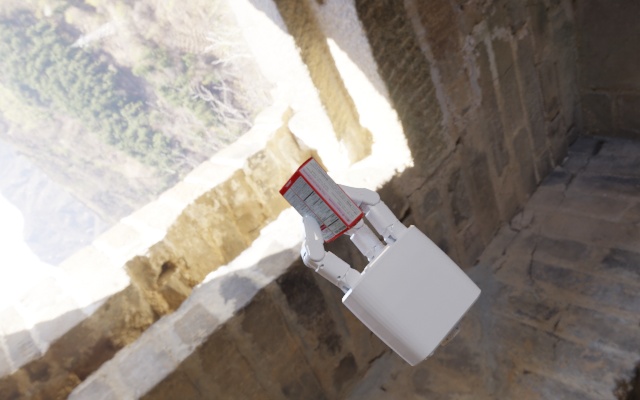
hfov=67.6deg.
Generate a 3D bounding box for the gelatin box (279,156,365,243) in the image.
[{"bbox_3d":[0.000,0.002,0.548,0.030,0.089,0.073,-44,1,-27],"label":"gelatin box"}]
